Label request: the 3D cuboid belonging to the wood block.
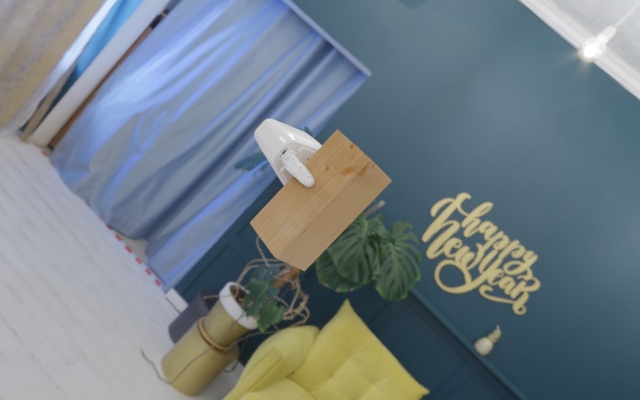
[{"bbox_3d":[0.000,0.002,0.765,0.090,0.206,0.091,48,8,37],"label":"wood block"}]
